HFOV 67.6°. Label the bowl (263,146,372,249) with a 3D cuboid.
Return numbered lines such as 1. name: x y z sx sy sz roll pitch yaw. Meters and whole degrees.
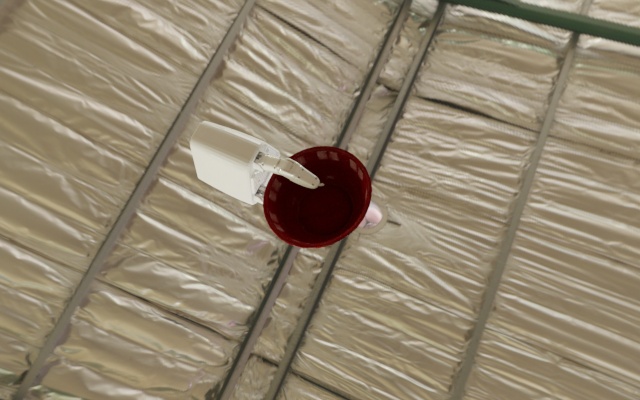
1. bowl: 0.001 0.003 0.702 0.162 0.162 0.055 0 -25 17
